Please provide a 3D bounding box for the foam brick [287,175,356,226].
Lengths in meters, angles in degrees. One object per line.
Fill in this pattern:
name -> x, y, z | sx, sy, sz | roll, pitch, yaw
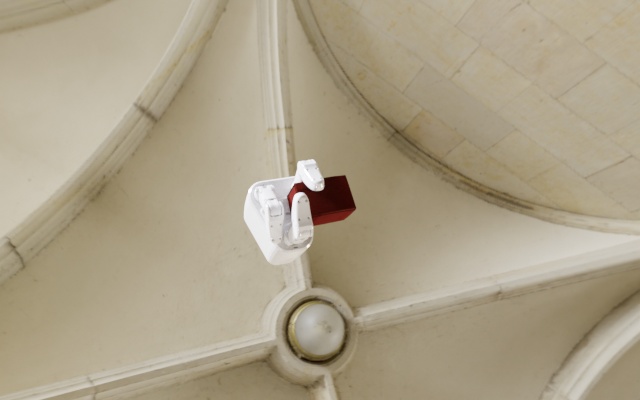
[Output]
foam brick -> 0.000, 0.002, 0.660 | 0.078, 0.053, 0.051 | -9, -17, -18
